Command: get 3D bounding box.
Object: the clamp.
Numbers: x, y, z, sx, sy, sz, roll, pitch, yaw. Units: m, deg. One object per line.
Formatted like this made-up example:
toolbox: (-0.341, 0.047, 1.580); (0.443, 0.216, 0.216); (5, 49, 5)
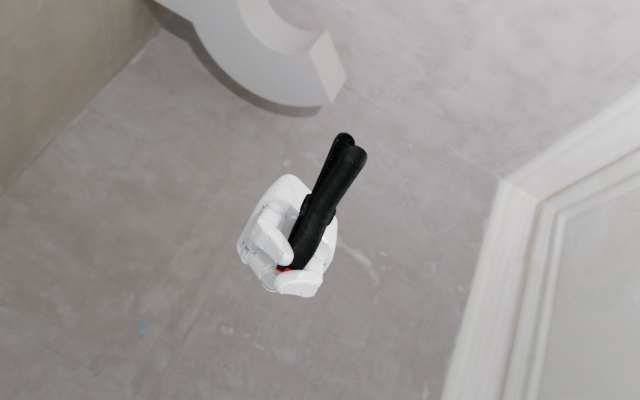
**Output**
clamp: (0.001, 0.002, 0.520); (0.039, 0.171, 0.120); (29, 20, -4)
